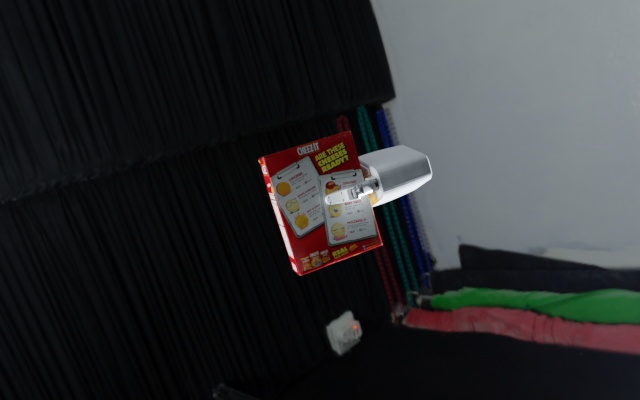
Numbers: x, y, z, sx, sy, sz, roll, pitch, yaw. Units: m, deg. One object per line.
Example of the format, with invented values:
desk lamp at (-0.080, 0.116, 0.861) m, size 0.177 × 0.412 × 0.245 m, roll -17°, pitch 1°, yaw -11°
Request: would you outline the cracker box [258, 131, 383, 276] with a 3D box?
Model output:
cracker box at (0.000, 0.003, 0.849) m, size 0.164 × 0.214 × 0.072 m, roll -19°, pitch 8°, yaw -15°
